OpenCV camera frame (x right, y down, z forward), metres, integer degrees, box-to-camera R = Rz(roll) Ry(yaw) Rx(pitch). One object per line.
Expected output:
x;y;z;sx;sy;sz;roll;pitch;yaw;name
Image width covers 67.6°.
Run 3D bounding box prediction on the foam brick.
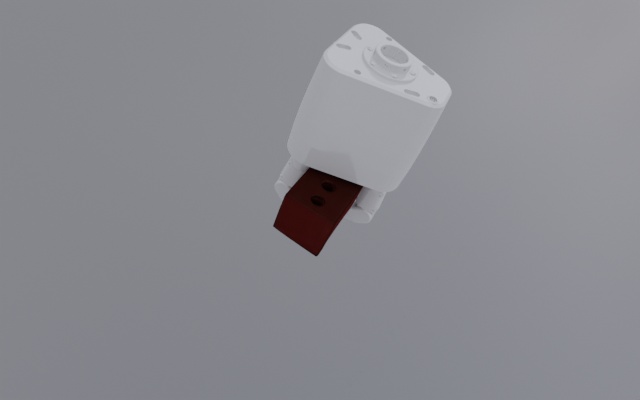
0.000;0.002;0.455;0.053;0.051;0.078;32;48;5;foam brick
